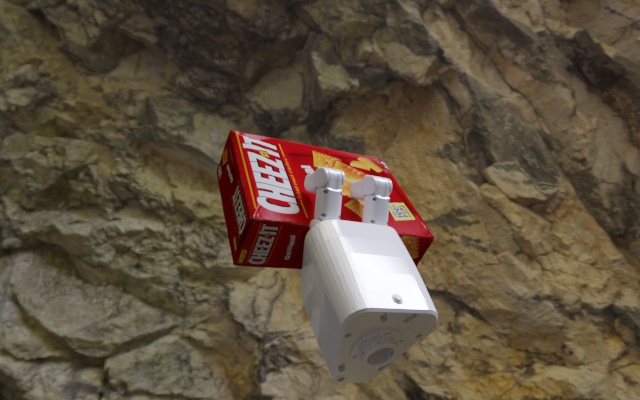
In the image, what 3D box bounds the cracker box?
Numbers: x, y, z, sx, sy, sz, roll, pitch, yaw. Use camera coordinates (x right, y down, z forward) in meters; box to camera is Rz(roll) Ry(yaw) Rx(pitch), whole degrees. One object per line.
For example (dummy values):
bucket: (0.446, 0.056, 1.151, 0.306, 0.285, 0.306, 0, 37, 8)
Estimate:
cracker box: (0.000, 0.002, 0.553, 0.214, 0.072, 0.164, 8, 35, -26)
